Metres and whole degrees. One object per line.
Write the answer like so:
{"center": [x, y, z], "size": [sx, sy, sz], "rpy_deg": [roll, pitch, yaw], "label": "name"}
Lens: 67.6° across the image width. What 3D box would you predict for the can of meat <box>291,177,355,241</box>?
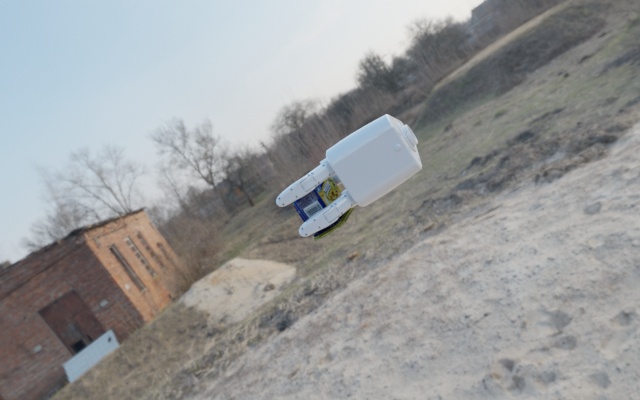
{"center": [0.000, 0.002, 0.740], "size": [0.057, 0.084, 0.102], "rpy_deg": [-31, 7, 24], "label": "can of meat"}
